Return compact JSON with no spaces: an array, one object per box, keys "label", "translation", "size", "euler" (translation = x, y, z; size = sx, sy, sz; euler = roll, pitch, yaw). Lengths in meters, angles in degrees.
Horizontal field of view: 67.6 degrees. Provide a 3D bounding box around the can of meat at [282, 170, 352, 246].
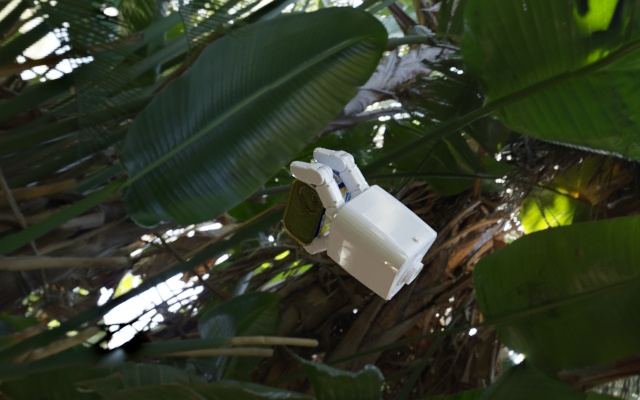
[{"label":"can of meat","translation":[0.000,0.002,0.674],"size":[0.057,0.102,0.084],"euler":[37,44,22]}]
